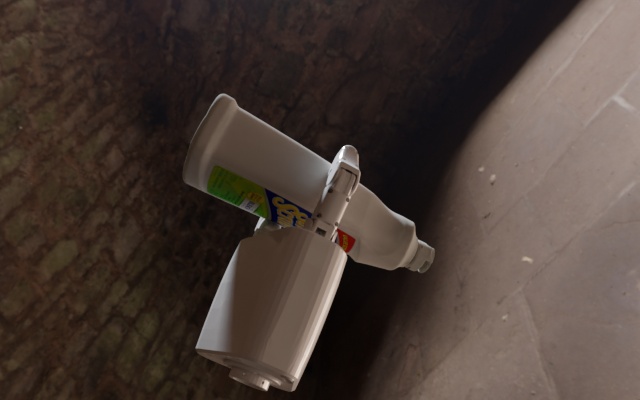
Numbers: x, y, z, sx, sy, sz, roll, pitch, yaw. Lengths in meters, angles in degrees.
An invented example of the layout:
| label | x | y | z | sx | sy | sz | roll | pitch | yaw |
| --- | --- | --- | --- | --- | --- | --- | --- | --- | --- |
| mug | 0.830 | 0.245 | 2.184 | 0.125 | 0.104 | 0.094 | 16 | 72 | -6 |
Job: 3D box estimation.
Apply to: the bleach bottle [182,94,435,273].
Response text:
| label | x | y | z | sx | sy | sz | roll | pitch | yaw |
| --- | --- | --- | --- | --- | --- | --- | --- | --- | --- |
| bleach bottle | 0.000 | 0.001 | 0.452 | 0.251 | 0.068 | 0.102 | 27 | -27 | -10 |
